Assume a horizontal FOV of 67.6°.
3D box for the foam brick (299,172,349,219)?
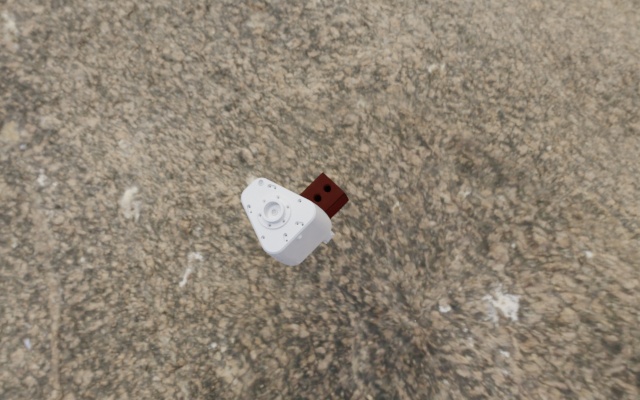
[{"bbox_3d":[0.000,0.002,0.782,0.053,0.078,0.051,44,-2,19],"label":"foam brick"}]
